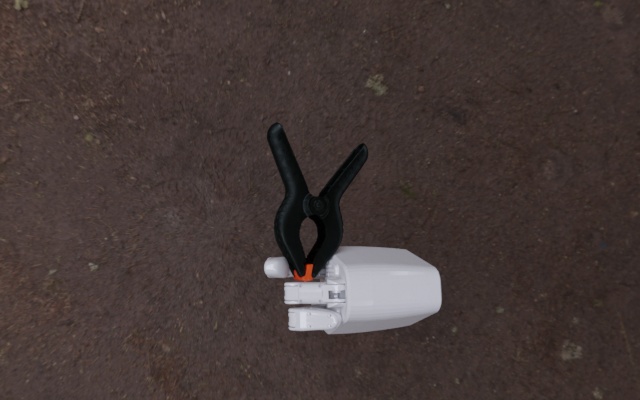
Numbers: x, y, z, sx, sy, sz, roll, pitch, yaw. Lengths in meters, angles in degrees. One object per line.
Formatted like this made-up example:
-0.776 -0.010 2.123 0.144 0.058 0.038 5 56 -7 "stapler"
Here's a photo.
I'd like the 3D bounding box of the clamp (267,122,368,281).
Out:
0.000 0.002 0.529 0.120 0.171 0.039 0 -3 -17 "clamp"
